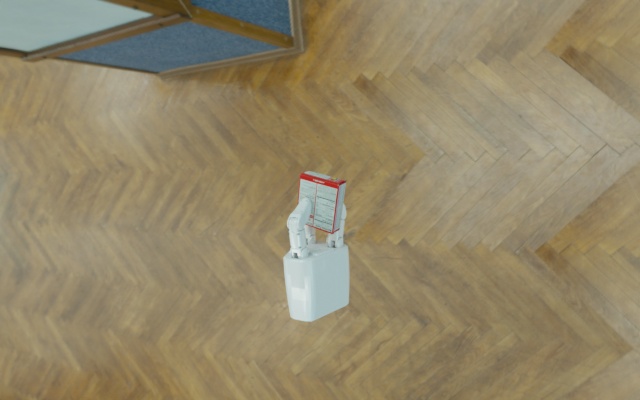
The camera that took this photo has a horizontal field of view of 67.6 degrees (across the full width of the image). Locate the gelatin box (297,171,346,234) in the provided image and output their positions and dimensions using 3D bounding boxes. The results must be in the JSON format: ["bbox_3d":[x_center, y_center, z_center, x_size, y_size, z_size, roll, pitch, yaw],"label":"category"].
[{"bbox_3d":[0.000,0.002,0.785,0.073,0.089,0.030,17,24,26],"label":"gelatin box"}]
